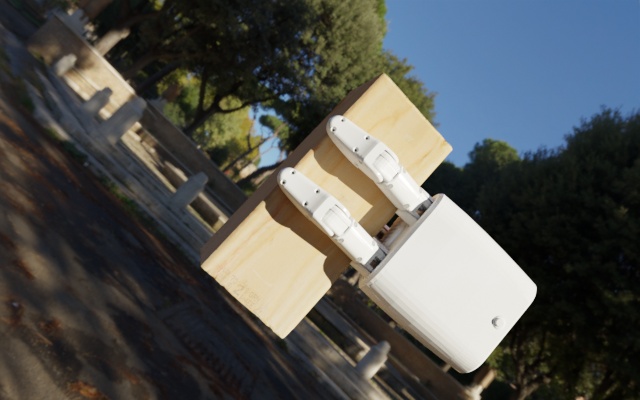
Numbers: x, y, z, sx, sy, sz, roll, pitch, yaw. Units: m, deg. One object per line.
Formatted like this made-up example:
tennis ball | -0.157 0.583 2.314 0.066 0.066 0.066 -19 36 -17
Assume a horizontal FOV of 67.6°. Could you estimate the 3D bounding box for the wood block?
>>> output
wood block | 0.000 0.002 0.414 0.090 0.206 0.091 44 -8 -11
